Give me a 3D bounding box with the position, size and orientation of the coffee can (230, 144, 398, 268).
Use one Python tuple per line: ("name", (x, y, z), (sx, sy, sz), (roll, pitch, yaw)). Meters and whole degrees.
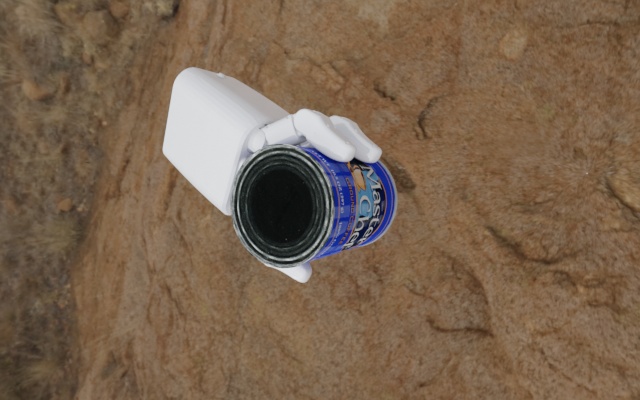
("coffee can", (0.000, 0.002, 0.450), (0.103, 0.103, 0.140), (0, 3, 29))
